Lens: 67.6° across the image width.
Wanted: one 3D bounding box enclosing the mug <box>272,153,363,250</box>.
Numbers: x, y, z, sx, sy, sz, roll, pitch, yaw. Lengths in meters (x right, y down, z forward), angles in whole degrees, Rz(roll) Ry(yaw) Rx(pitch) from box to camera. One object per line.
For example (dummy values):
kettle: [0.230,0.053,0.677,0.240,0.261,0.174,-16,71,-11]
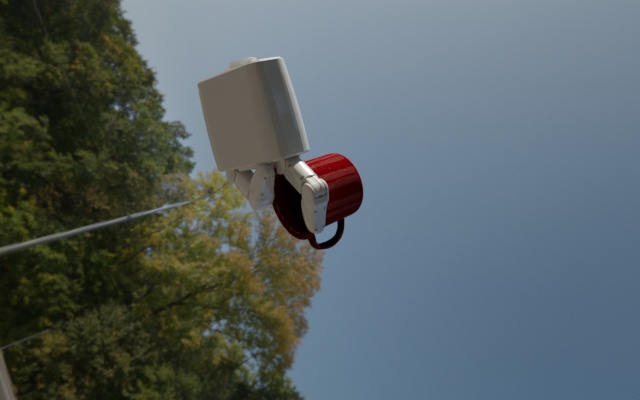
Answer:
mug: [0.001,0.003,0.581,0.081,0.117,0.093,-22,13,-33]
